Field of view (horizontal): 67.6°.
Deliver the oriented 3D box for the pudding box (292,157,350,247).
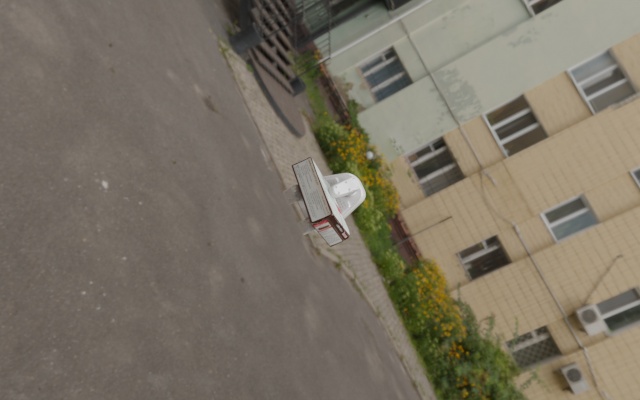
[{"bbox_3d":[0.000,0.002,0.730,0.039,0.113,0.090,-27,-33,7],"label":"pudding box"}]
